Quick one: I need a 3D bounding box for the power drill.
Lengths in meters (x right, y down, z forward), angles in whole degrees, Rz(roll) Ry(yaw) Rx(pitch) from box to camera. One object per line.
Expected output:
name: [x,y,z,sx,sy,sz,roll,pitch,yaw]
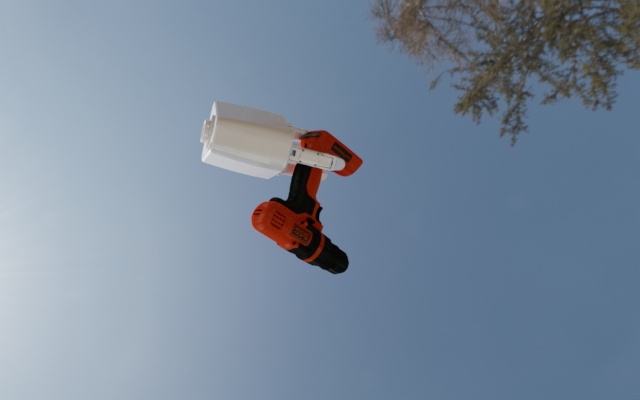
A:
power drill: [0.000,0.002,0.734,0.184,0.187,0.057,36,-25,-34]
